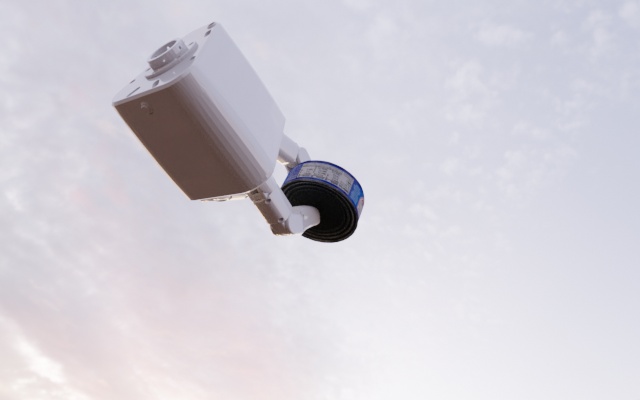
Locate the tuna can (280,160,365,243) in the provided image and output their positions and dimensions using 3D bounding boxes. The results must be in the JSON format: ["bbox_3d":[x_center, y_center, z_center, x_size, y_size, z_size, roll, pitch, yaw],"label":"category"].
[{"bbox_3d":[0.000,0.001,0.479,0.086,0.086,0.033,0,43,24],"label":"tuna can"}]
